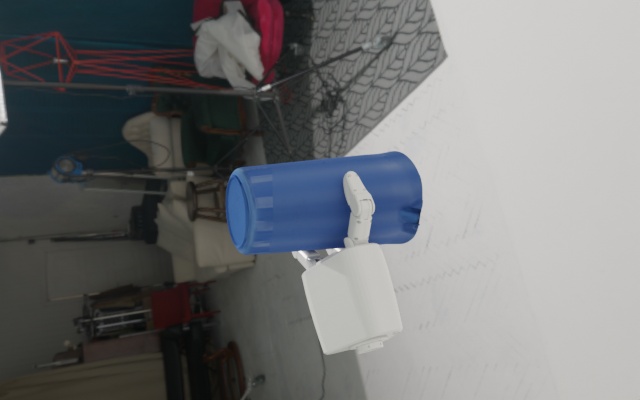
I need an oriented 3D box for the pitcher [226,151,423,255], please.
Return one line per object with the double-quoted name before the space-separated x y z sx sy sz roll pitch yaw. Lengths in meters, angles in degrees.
"pitcher" 0.000 0.002 0.642 0.243 0.145 0.149 -5 -24 -26
